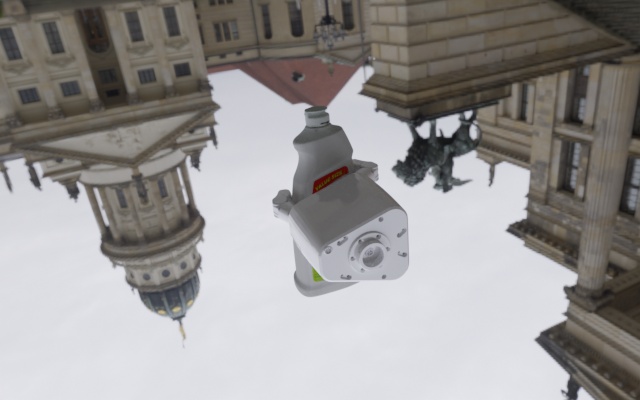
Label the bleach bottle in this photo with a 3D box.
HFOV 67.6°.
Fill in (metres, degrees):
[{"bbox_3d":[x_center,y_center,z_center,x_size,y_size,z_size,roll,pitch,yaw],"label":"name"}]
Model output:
[{"bbox_3d":[0.000,0.002,0.638,0.102,0.251,0.068,-14,25,-15],"label":"bleach bottle"}]
